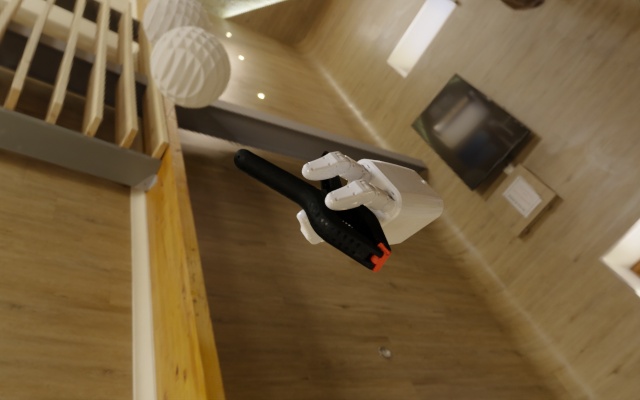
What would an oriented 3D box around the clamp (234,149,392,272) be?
[{"bbox_3d":[0.000,0.003,0.571,0.164,0.036,0.210,0,40,-41],"label":"clamp"}]
